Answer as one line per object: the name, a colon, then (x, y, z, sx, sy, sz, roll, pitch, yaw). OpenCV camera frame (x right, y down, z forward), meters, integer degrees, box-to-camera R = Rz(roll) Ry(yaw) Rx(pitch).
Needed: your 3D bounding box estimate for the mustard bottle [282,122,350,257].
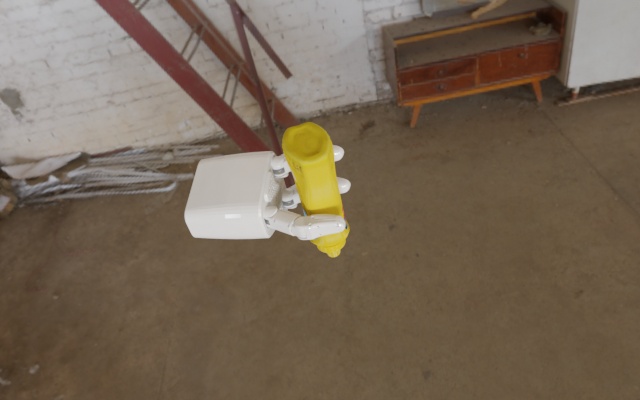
mustard bottle: (0.000, 0.002, 0.619, 0.058, 0.192, 0.096, -18, 38, -6)
